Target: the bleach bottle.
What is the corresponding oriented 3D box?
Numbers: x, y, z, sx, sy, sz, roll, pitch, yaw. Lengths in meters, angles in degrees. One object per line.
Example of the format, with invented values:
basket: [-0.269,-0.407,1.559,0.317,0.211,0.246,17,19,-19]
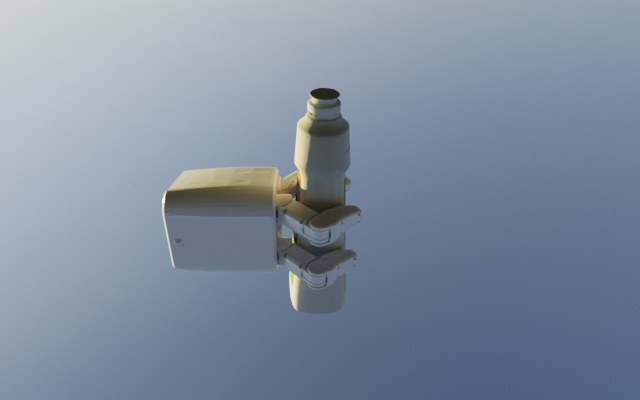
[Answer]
bleach bottle: [0.000,0.002,0.509,0.068,0.251,0.102,0,35,-2]
